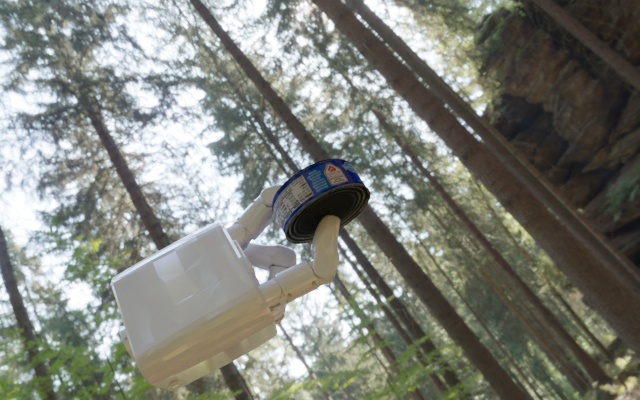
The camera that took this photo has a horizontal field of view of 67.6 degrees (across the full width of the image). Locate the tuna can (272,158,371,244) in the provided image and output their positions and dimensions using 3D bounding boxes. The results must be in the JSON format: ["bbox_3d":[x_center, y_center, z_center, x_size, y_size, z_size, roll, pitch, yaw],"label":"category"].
[{"bbox_3d":[0.000,0.001,0.432,0.086,0.033,0.086,-25,-25,-13],"label":"tuna can"}]
